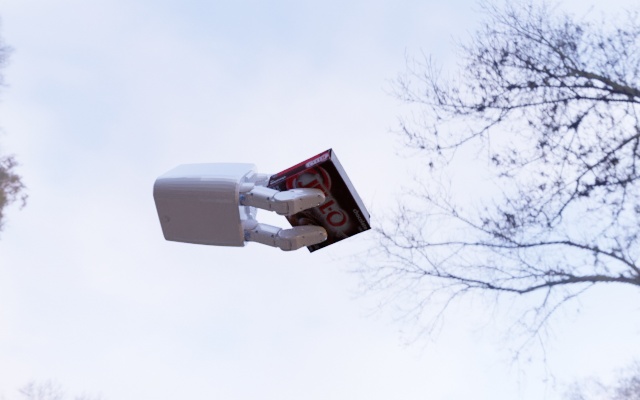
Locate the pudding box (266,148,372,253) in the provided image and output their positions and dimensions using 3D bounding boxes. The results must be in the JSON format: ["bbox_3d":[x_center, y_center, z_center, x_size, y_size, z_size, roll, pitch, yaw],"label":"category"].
[{"bbox_3d":[0.000,0.002,0.596,0.090,0.113,0.039,-23,29,19],"label":"pudding box"}]
